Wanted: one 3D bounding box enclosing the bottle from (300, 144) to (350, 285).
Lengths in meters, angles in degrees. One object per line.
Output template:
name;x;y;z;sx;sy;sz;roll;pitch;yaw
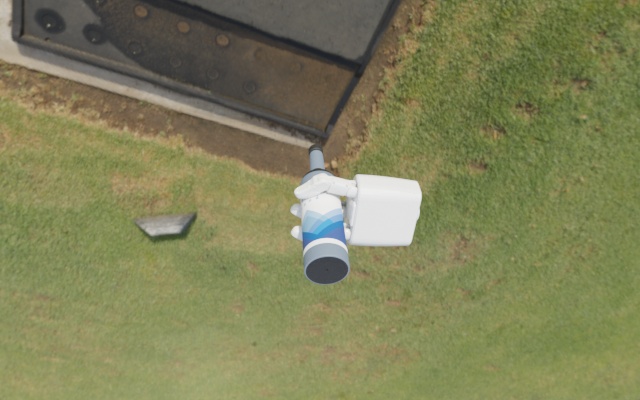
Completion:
bottle;0.000;0.003;0.797;0.069;0.069;0.295;0;42;-5
